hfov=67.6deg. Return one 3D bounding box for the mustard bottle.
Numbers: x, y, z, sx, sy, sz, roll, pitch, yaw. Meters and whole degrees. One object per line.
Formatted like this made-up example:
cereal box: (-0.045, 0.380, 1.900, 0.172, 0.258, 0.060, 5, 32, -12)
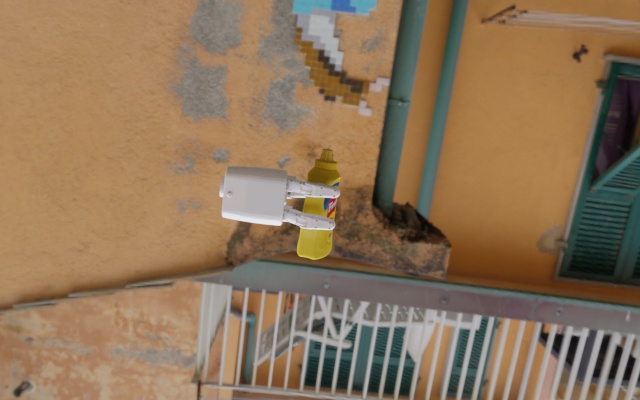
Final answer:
mustard bottle: (0.000, 0.003, 0.860, 0.058, 0.192, 0.096, 11, 12, 18)
